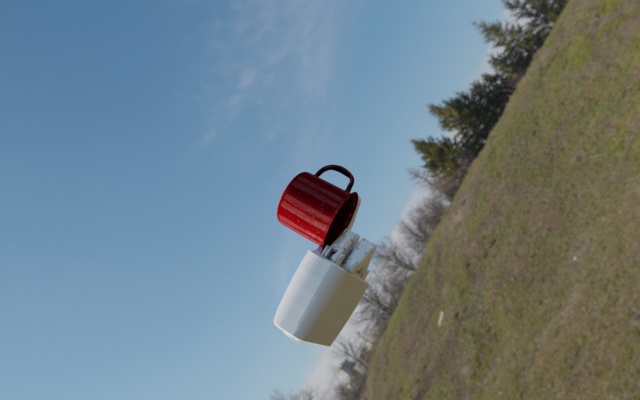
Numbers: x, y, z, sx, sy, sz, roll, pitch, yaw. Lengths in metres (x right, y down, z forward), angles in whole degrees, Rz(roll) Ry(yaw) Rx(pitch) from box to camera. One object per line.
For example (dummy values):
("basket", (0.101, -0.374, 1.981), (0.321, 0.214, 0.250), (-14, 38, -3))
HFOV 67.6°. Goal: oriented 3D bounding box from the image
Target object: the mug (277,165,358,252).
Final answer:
("mug", (0.001, 0.001, 0.655), (0.081, 0.117, 0.093), (28, -8, 17))
